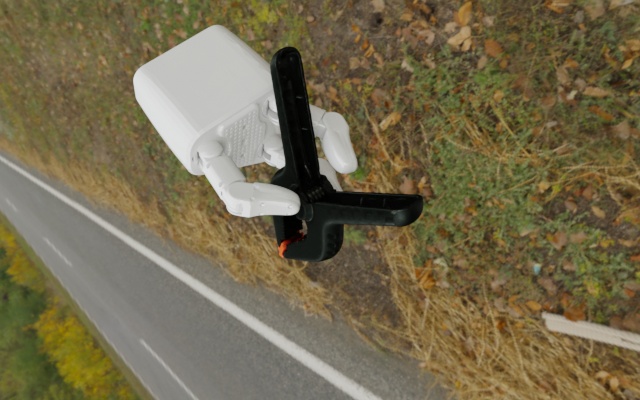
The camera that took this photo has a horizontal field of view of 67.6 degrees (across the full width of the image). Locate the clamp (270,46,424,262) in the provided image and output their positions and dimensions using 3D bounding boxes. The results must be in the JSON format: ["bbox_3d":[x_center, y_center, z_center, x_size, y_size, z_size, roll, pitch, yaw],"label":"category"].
[{"bbox_3d":[-0.001,0.002,0.407,0.036,0.164,0.210,-26,-28,-29],"label":"clamp"}]
